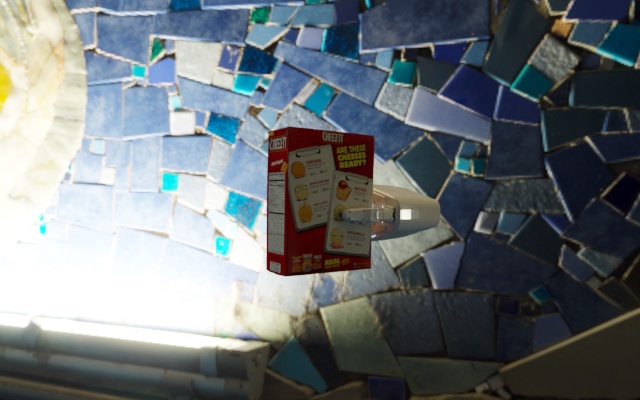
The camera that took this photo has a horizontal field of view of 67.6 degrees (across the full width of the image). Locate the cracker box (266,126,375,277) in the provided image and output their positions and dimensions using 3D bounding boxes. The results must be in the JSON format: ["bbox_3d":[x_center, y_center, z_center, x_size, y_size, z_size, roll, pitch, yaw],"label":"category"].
[{"bbox_3d":[0.000,0.003,0.737,0.164,0.213,0.072,0,1,-36],"label":"cracker box"}]
